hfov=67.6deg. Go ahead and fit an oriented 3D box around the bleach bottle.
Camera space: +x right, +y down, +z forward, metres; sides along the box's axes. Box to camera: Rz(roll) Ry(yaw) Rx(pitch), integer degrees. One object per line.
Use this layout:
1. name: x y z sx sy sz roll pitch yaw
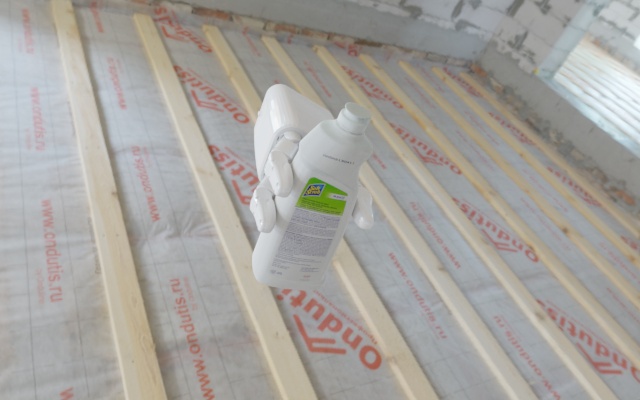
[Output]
1. bleach bottle: 0.000 0.002 0.555 0.102 0.251 0.068 9 39 -23
